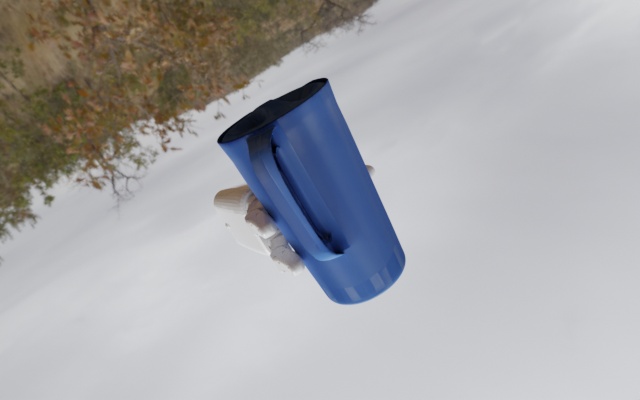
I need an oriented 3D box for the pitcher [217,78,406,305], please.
[{"bbox_3d":[0.000,0.002,0.531,0.149,0.243,0.145,-41,23,-27],"label":"pitcher"}]
